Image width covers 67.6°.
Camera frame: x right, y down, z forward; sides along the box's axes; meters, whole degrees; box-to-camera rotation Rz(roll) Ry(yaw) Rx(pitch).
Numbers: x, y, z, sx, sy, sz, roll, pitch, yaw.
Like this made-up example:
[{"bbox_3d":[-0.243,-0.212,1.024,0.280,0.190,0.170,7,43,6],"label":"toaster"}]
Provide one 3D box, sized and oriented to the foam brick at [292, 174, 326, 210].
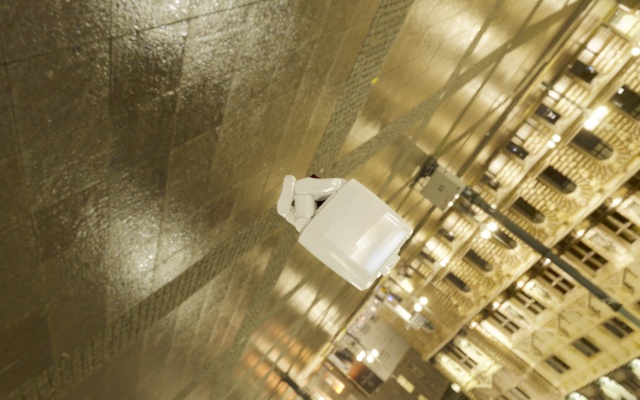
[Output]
[{"bbox_3d":[0.000,0.002,0.706,0.051,0.053,0.078,38,0,14],"label":"foam brick"}]
